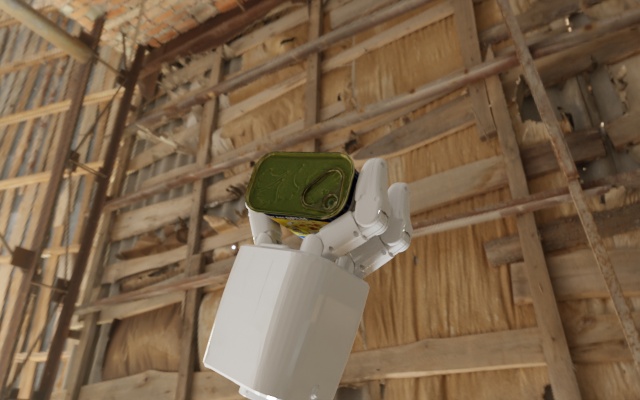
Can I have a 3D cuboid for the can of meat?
[{"bbox_3d":[0.000,0.001,0.423,0.102,0.057,0.084,4,-21,34],"label":"can of meat"}]
